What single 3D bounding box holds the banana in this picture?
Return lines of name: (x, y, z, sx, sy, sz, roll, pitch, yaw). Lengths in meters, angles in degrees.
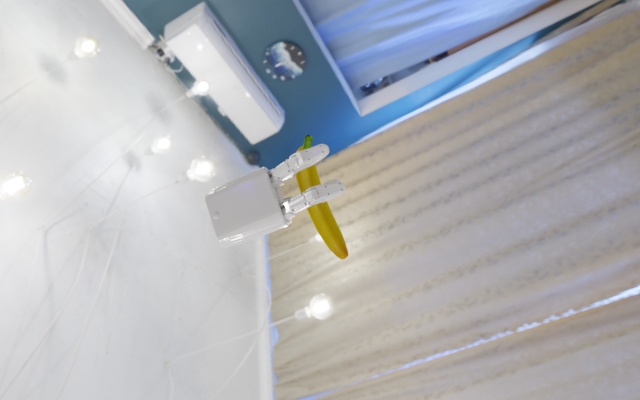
banana: (-0.005, -0.001, 0.753, 0.037, 0.198, 0.069, -20, 4, -12)
